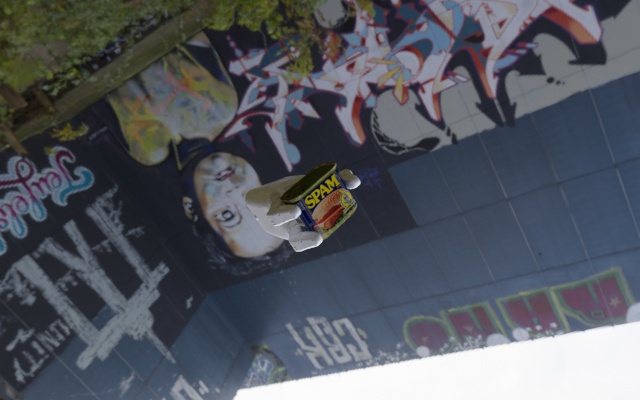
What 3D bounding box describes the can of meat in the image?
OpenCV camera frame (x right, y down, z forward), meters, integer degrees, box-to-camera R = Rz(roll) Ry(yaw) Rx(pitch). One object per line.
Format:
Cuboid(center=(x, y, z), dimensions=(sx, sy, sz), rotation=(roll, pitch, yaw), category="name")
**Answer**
Cuboid(center=(0.000, 0.003, 0.757), dimensions=(0.102, 0.084, 0.057), rotation=(-41, 23, -25), category="can of meat")
